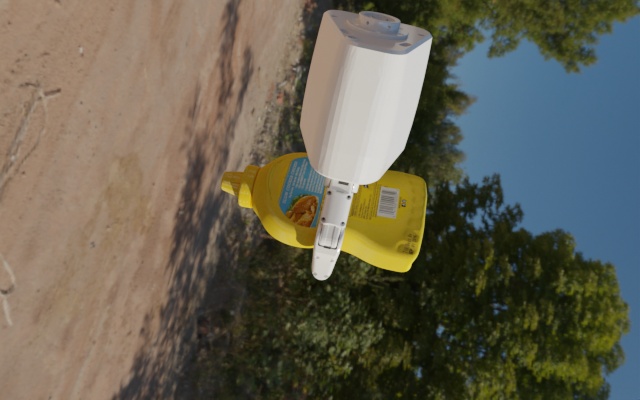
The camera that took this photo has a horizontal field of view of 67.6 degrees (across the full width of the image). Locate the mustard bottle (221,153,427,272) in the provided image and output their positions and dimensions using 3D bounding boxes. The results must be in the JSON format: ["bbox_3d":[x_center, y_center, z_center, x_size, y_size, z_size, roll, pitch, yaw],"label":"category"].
[{"bbox_3d":[0.000,0.002,0.454,0.191,0.096,0.058,13,-33,2],"label":"mustard bottle"}]
